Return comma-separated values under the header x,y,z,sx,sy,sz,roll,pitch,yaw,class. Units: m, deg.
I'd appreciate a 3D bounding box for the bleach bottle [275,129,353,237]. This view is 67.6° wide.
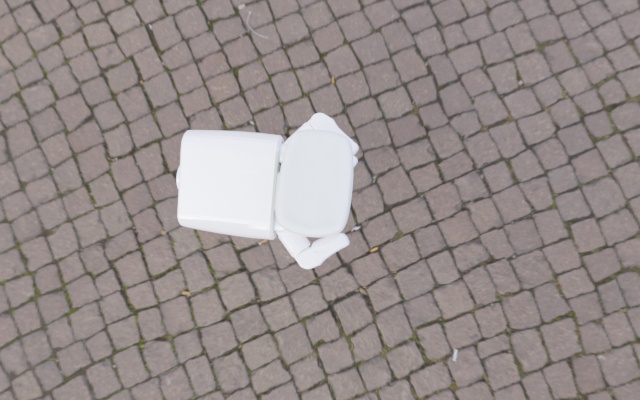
x,y,z,sx,sy,sz,roll,pitch,yaw,class
0.000,0.002,0.549,0.068,0.102,0.251,7,-9,3,bleach bottle
